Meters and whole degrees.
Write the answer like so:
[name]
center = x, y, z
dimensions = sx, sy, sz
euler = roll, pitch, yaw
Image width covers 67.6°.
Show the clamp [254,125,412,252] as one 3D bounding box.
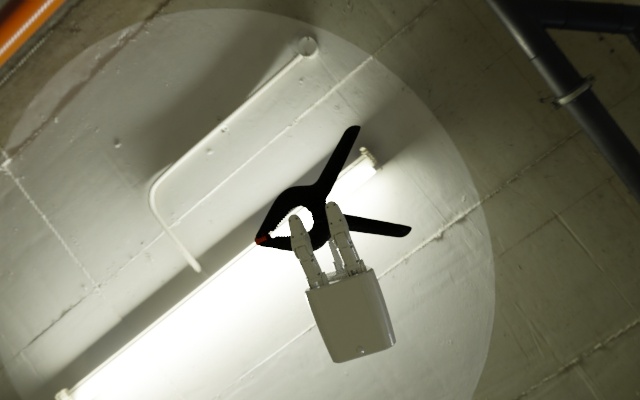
[clamp]
center = 0.000, 0.003, 0.659
dimensions = 0.210, 0.164, 0.036
euler = -20, -3, 11
